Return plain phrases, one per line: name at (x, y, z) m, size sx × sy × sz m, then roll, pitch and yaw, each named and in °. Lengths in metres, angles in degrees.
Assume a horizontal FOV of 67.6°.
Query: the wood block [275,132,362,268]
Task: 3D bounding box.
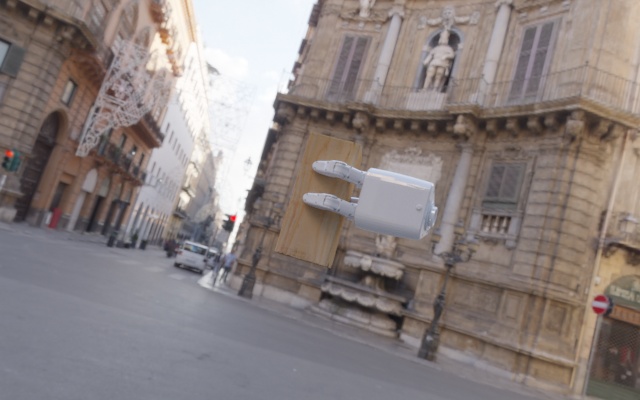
wood block at (0.001, 0.003, 0.811) m, size 0.090 × 0.206 × 0.091 m, roll 15°, pitch -8°, yaw 9°
